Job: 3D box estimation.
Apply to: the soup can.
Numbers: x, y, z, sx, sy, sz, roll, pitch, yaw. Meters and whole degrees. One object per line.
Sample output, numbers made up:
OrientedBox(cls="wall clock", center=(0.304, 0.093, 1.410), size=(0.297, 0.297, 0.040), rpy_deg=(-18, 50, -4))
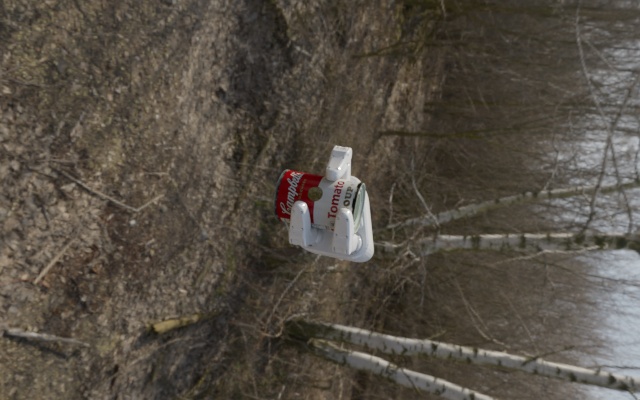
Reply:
OrientedBox(cls="soup can", center=(0.000, 0.002, 0.604), size=(0.102, 0.068, 0.068), rpy_deg=(10, 2, 14))
